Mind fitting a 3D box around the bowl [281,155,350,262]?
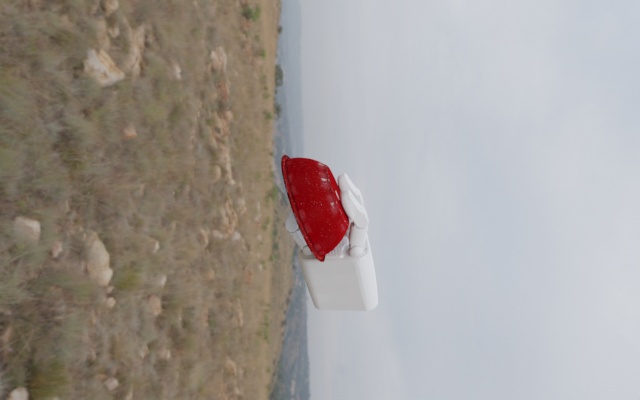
[{"bbox_3d":[0.000,0.001,0.675,0.055,0.162,0.162,-20,-3,8],"label":"bowl"}]
